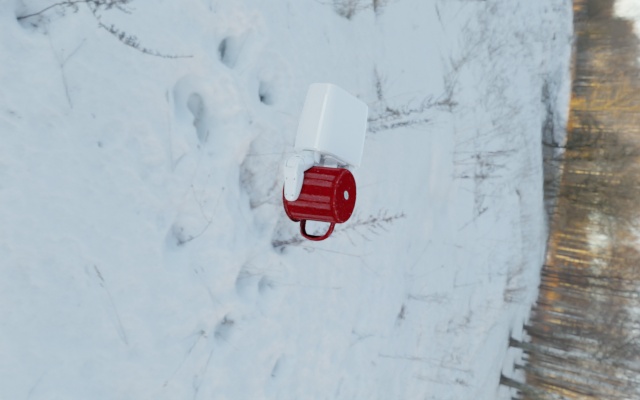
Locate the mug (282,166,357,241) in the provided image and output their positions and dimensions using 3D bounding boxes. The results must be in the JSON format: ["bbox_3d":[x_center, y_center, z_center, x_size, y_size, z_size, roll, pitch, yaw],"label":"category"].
[{"bbox_3d":[0.000,0.004,0.708,0.081,0.117,0.093,6,-8,28],"label":"mug"}]
